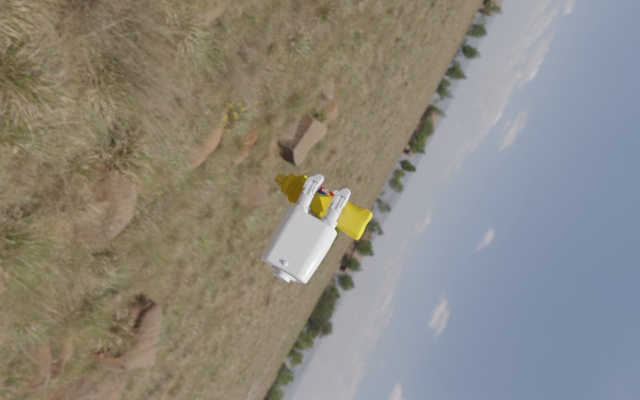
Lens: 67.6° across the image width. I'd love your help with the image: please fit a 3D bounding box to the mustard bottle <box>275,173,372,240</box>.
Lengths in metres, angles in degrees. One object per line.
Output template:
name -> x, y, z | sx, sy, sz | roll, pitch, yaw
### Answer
mustard bottle -> 0.001, 0.003, 0.889 | 0.191, 0.058, 0.096 | 29, 9, 7
